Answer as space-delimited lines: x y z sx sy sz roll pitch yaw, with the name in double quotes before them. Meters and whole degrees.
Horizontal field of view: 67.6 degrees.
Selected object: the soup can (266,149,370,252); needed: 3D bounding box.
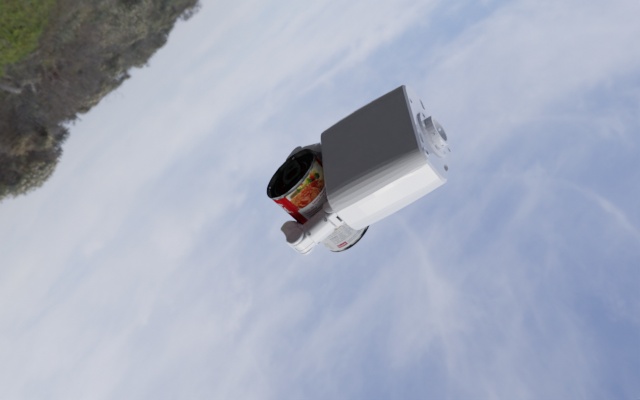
"soup can" 0.000 0.002 0.525 0.102 0.068 0.068 43 -24 -28
